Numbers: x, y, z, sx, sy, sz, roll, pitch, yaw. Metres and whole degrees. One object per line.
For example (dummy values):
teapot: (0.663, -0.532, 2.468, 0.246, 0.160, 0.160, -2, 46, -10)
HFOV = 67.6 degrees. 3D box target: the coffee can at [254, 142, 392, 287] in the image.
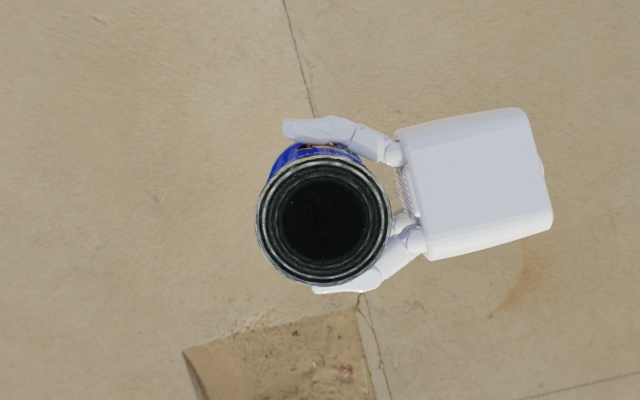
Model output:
coffee can: (0.000, 0.001, 0.419, 0.103, 0.103, 0.140, 0, 13, -2)
